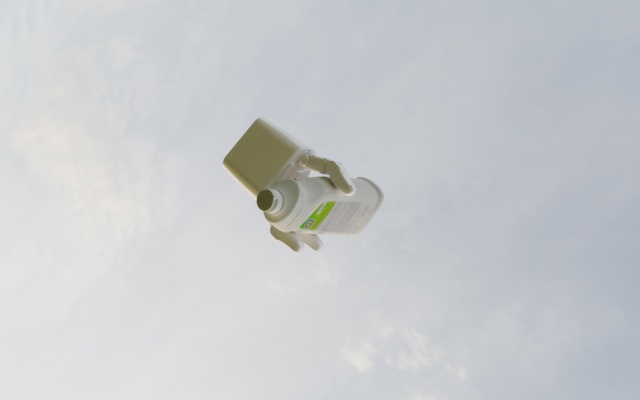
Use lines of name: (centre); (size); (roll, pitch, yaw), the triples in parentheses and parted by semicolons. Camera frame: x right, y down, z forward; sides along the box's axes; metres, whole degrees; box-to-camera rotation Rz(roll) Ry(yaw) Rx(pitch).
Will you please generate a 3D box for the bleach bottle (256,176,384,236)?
bleach bottle: (0.000, 0.002, 0.713); (0.068, 0.102, 0.251); (41, 17, 28)
